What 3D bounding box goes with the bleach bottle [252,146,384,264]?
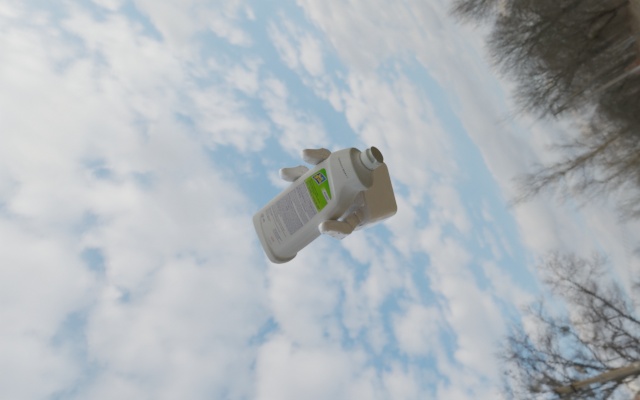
[{"bbox_3d":[0.000,0.002,0.748,0.251,0.102,0.068,-36,-16,34],"label":"bleach bottle"}]
